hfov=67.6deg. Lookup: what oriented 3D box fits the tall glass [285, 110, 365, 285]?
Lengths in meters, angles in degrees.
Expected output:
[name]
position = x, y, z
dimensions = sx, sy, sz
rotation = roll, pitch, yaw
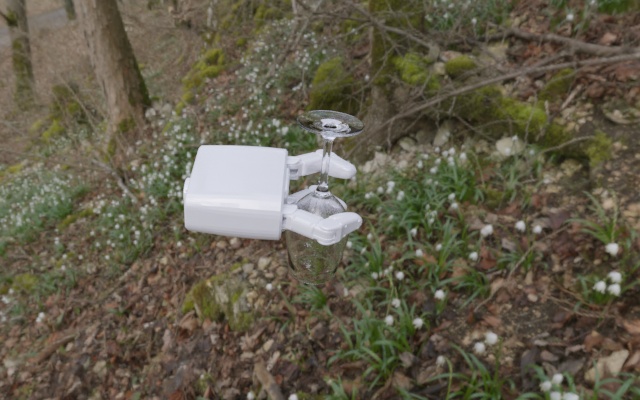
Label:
[tall glass]
position = 0.000, 0.001, 0.563
dimensions = 0.079, 0.201, 0.079
rotation = 5, 29, -3
